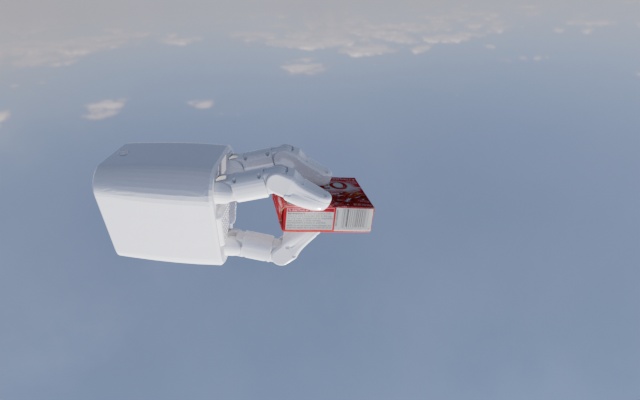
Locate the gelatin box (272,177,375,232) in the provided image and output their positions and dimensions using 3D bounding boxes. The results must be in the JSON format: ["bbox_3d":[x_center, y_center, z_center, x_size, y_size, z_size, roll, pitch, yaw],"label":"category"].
[{"bbox_3d":[0.000,0.002,0.470,0.089,0.030,0.073,1,25,-13],"label":"gelatin box"}]
